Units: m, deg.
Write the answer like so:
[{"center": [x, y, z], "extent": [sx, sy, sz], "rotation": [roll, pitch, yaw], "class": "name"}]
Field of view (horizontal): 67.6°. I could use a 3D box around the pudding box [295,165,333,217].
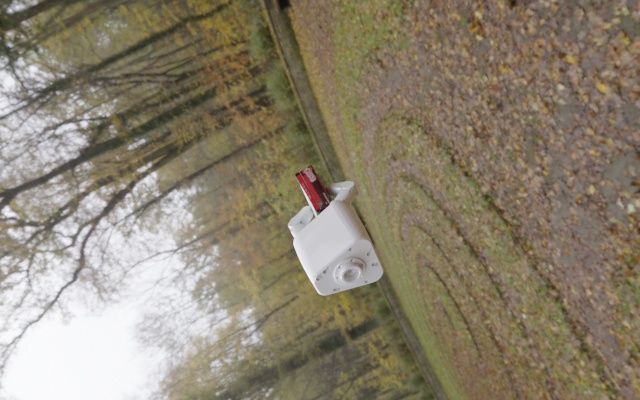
[{"center": [0.000, 0.003, 0.844], "extent": [0.039, 0.090, 0.113], "rotation": [-27, -28, -3], "class": "pudding box"}]
